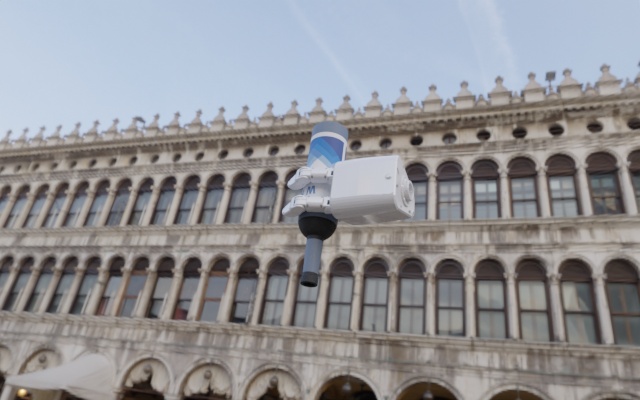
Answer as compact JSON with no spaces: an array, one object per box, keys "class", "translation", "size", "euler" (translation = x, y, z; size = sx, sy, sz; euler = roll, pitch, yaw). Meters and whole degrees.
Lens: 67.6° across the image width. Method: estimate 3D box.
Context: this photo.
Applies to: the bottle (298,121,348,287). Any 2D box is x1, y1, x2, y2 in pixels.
[{"class":"bottle","translation":[0.000,0.002,0.812],"size":[0.069,0.295,0.069],"euler":[6,-28,3]}]
